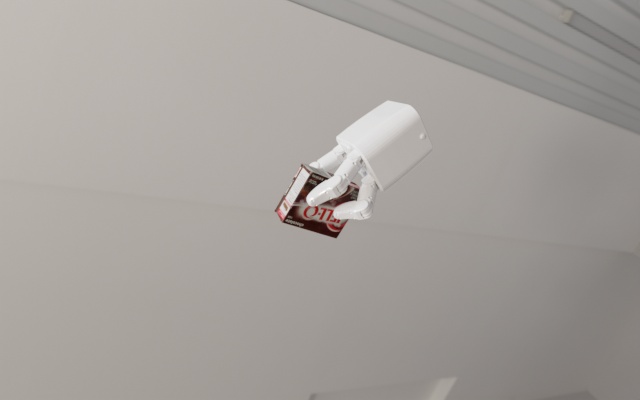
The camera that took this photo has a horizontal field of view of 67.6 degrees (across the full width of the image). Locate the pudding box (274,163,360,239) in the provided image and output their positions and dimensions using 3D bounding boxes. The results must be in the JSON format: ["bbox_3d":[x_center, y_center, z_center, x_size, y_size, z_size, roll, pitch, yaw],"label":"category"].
[{"bbox_3d":[0.000,0.002,0.726,0.113,0.090,0.039,20,18,-35],"label":"pudding box"}]
